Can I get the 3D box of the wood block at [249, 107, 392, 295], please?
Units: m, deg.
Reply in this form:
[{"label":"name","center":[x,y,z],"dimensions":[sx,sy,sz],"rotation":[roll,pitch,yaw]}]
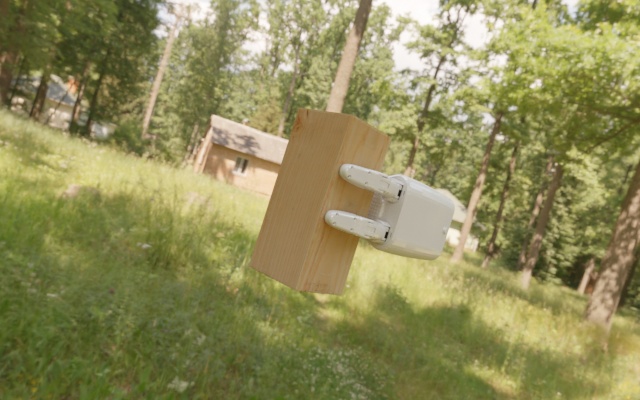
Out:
[{"label":"wood block","center":[0.000,0.002,0.591],"dimensions":[0.091,0.206,0.090],"rotation":[17,0,42]}]
